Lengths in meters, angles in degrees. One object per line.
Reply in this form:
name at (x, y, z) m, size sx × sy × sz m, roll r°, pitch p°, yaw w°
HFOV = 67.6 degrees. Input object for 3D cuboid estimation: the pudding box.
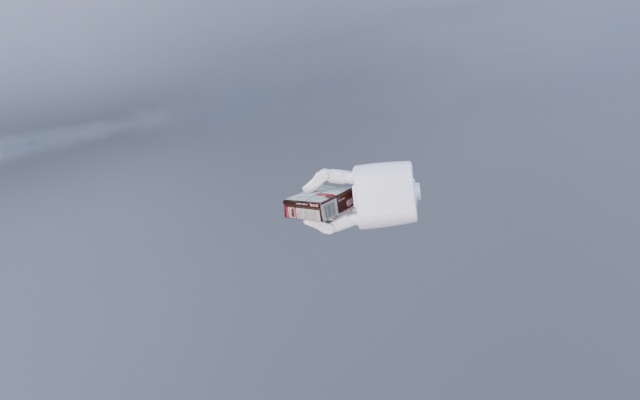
pudding box at (0.000, 0.003, 0.885) m, size 0.090 × 0.039 × 0.113 m, roll 4°, pitch 18°, yaw 37°
